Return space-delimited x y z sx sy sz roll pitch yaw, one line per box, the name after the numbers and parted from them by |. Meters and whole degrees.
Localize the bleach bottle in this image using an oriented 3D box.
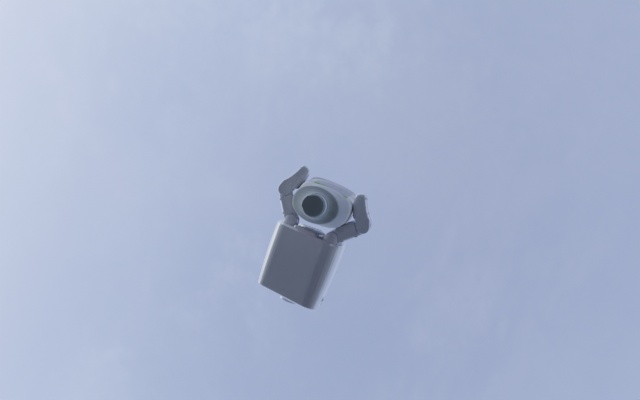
0.000 0.002 0.727 0.102 0.068 0.251 21 3 7 | bleach bottle
